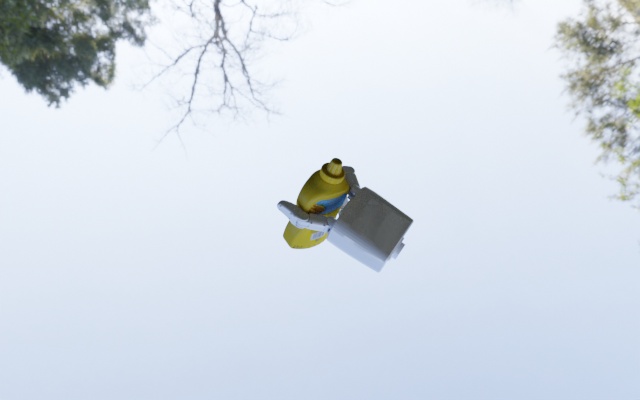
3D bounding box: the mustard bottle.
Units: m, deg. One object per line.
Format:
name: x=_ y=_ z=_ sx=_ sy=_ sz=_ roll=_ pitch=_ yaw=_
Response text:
mustard bottle: x=0.000 y=0.003 z=0.826 sx=0.096 sy=0.058 sz=0.192 roll=-16 pitch=-35 yaw=-34
